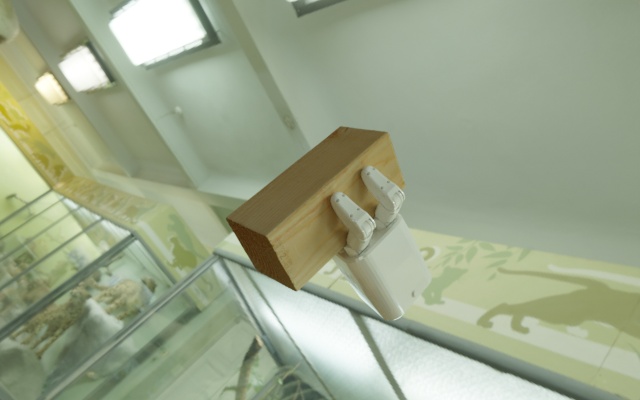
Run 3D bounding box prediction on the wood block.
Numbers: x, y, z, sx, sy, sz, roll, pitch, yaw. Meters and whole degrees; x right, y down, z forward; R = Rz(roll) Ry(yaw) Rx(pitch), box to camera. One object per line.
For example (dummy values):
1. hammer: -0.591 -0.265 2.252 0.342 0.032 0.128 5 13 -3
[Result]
1. wood block: 0.000 0.002 0.596 0.206 0.090 0.091 -41 35 -26
